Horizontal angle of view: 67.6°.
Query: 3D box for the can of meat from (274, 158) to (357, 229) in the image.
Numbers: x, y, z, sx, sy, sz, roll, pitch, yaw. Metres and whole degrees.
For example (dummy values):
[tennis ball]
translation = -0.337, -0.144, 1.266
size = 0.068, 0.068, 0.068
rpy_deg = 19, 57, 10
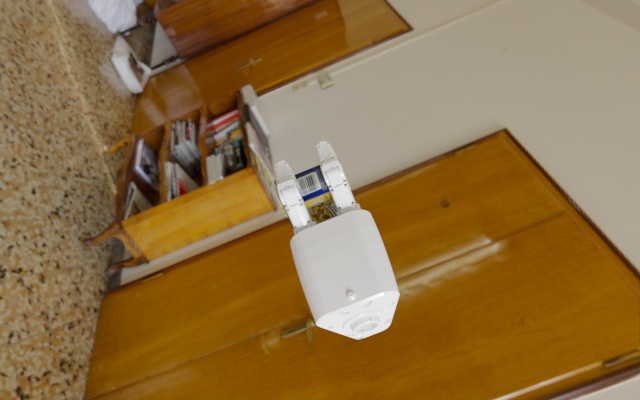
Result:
[can of meat]
translation = 0.000, 0.002, 0.602
size = 0.084, 0.057, 0.102
rpy_deg = -22, -38, 5
